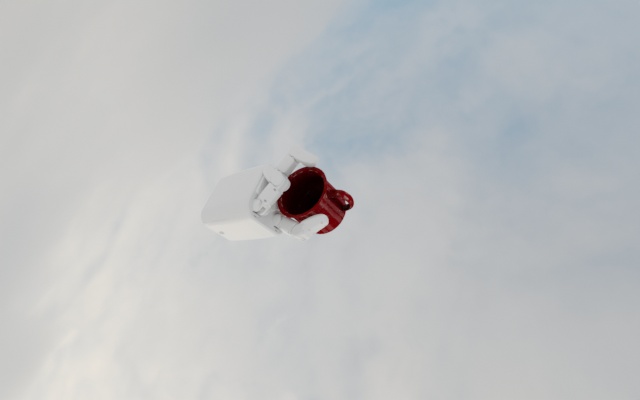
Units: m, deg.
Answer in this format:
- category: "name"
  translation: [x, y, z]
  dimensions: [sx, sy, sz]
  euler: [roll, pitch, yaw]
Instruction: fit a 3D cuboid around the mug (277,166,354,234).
- category: "mug"
  translation: [0.001, 0.002, 0.775]
  dimensions: [0.117, 0.093, 0.081]
  euler: [-8, -31, 31]
